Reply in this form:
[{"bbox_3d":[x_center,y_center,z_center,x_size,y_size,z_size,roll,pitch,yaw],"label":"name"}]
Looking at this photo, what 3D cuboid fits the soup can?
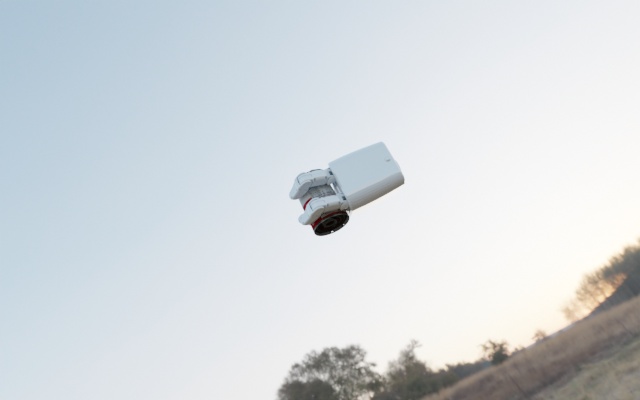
[{"bbox_3d":[0.000,0.003,0.850,0.068,0.102,0.068,-21,-27,-11],"label":"soup can"}]
